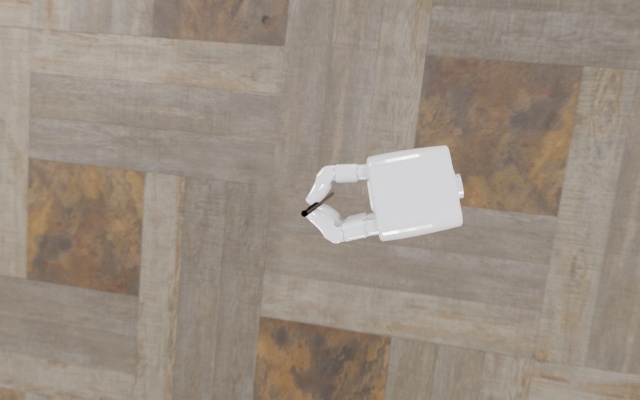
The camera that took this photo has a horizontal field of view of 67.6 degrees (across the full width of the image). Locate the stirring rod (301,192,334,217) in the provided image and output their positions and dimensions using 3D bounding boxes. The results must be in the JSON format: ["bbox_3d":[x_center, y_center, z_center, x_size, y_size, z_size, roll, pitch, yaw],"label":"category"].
[{"bbox_3d":[0.000,0.002,0.680,0.011,0.011,0.239,0,6,9],"label":"stirring rod"}]
